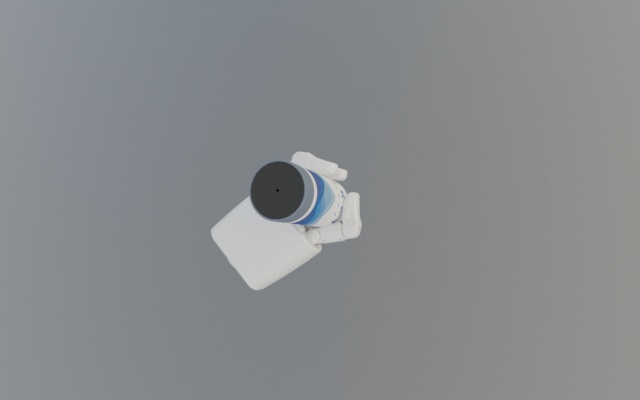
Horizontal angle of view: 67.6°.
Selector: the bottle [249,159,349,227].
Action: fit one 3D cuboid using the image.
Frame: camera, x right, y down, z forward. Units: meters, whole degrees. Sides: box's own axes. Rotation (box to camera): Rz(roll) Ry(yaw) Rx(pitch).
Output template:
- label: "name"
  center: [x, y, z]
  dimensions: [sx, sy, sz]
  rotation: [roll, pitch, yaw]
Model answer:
- label: "bottle"
  center: [0.000, 0.002, 0.641]
  dimensions: [0.069, 0.069, 0.296]
  rotation: [0, -5, 18]
